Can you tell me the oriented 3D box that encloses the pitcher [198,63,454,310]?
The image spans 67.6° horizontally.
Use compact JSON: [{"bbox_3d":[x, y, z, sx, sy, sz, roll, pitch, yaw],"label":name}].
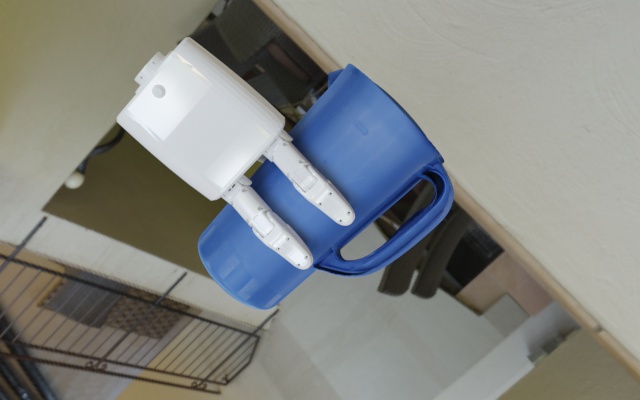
[{"bbox_3d":[0.000,0.001,0.477,0.145,0.243,0.149,41,10,-23],"label":"pitcher"}]
